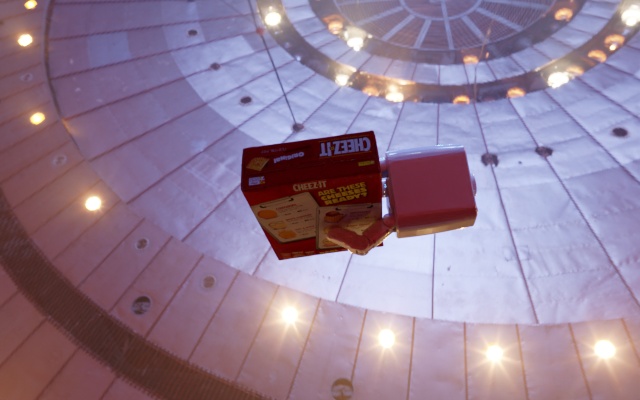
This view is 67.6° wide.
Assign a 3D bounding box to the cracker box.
[{"bbox_3d":[0.000,0.002,0.645,0.164,0.072,0.214,-8,-30,4],"label":"cracker box"}]
